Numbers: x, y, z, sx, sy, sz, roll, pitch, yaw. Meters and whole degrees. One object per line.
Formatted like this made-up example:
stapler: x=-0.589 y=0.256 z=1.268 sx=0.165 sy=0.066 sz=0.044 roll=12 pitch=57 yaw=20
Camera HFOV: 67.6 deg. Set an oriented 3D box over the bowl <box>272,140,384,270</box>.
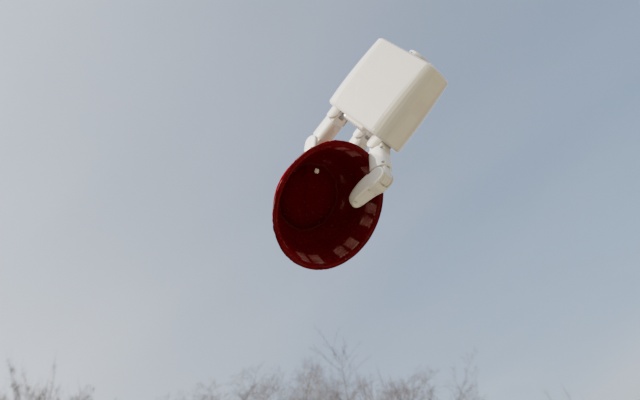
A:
bowl: x=-0.001 y=0.003 z=0.595 sx=0.162 sy=0.162 sz=0.055 roll=0 pitch=14 yaw=-35
